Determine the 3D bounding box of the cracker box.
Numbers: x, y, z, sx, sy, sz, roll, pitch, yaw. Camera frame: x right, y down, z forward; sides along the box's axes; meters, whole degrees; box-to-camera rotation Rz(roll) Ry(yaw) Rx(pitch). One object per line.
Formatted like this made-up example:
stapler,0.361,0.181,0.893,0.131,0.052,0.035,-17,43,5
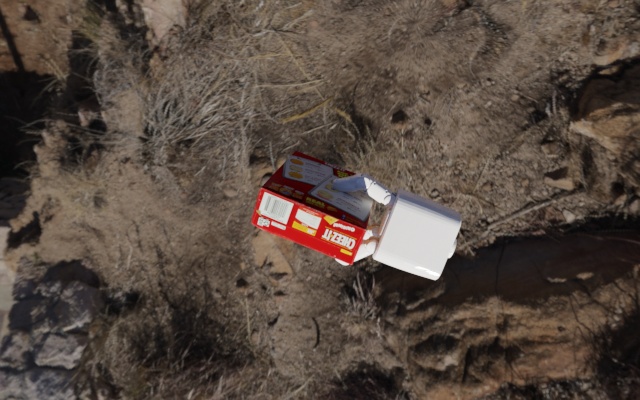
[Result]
cracker box,0.000,0.002,0.776,0.164,0.072,0.213,21,23,3
